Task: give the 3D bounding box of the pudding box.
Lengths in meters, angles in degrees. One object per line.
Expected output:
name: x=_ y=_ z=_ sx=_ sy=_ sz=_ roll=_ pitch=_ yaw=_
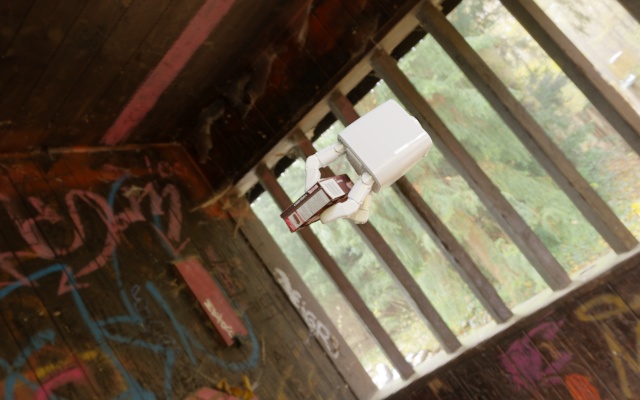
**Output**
pudding box: x=0.000 y=0.002 z=0.746 sx=0.090 sy=0.039 sz=0.113 roll=-41 pitch=-11 yaw=24
